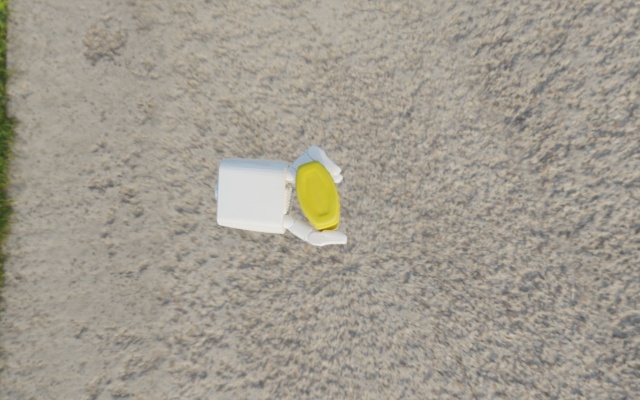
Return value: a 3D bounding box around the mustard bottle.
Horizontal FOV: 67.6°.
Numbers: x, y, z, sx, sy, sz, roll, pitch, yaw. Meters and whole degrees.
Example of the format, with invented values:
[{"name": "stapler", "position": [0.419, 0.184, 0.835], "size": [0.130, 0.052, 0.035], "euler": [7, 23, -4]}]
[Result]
[{"name": "mustard bottle", "position": [0.000, 0.002, 0.762], "size": [0.058, 0.096, 0.191], "euler": [-19, -9, 0]}]
